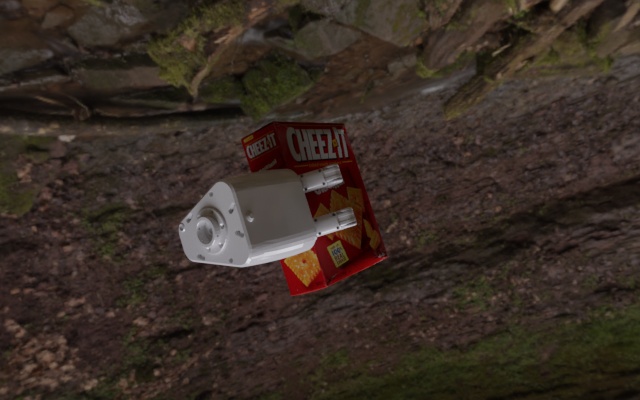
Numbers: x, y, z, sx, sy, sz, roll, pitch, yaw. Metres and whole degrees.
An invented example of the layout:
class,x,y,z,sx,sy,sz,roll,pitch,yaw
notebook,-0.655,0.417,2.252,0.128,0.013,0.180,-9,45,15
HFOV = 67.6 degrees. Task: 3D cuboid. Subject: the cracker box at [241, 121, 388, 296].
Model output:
class,x,y,z,sx,sy,sz,roll,pitch,yaw
cracker box,0.000,0.002,0.653,0.072,0.213,0.164,-21,-6,36
